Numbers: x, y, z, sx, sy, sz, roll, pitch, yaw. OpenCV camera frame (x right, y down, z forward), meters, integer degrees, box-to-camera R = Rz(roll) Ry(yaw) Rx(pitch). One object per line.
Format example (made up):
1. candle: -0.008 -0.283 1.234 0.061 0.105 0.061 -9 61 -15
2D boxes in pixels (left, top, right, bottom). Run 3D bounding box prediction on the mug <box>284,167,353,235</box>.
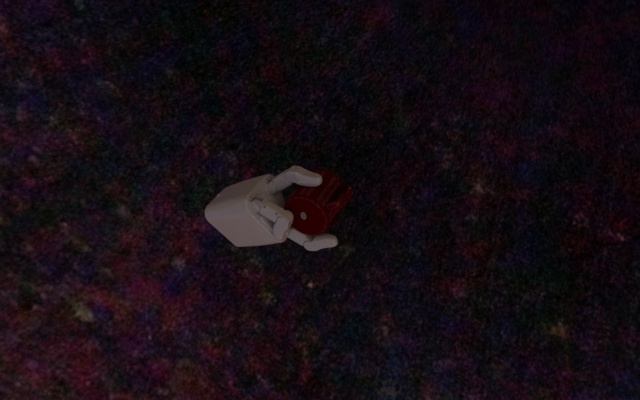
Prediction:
1. mug: 0.001 0.003 0.794 0.117 0.093 0.081 -11 28 35
